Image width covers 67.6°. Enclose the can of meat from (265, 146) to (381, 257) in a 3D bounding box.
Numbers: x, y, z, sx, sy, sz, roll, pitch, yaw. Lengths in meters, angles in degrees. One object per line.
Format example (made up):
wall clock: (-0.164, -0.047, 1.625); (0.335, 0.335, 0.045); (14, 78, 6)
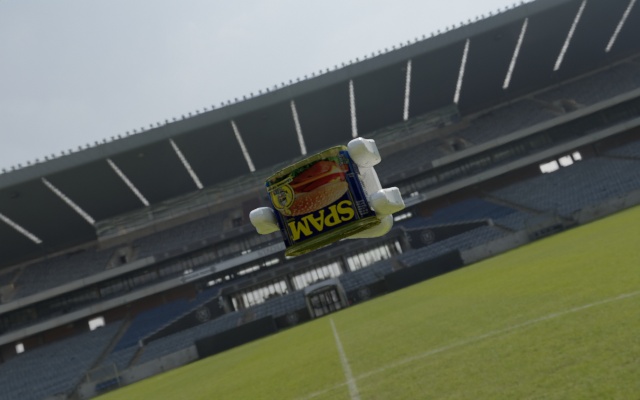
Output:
can of meat: (0.000, 0.001, 0.495); (0.102, 0.084, 0.057); (-22, -11, 14)
